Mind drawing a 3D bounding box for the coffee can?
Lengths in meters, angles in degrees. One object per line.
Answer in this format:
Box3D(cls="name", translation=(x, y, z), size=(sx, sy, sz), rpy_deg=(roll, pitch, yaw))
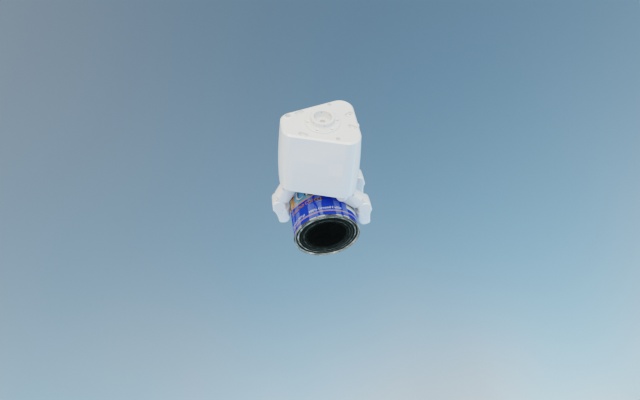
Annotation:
Box3D(cls="coffee can", translation=(0.000, 0.003, 0.773), size=(0.103, 0.140, 0.103), rpy_deg=(-7, -40, -5))
